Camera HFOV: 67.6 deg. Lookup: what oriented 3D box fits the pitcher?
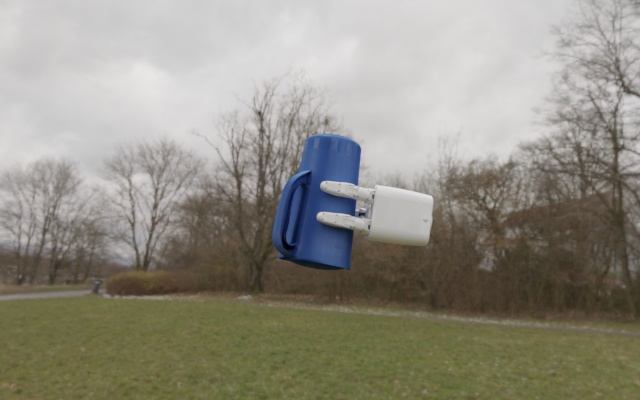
[{"bbox_3d":[0.000,0.003,0.880,0.145,0.242,0.149,9,-10,0],"label":"pitcher"}]
